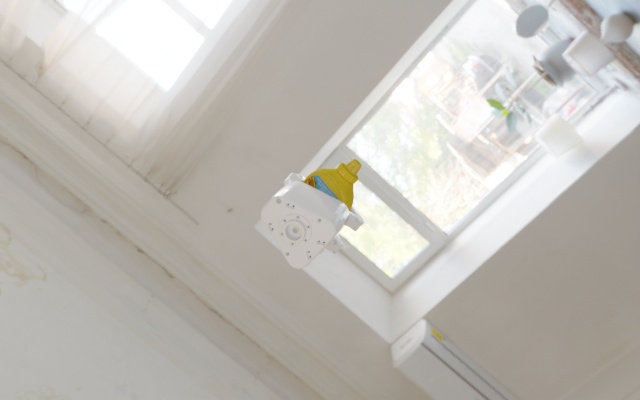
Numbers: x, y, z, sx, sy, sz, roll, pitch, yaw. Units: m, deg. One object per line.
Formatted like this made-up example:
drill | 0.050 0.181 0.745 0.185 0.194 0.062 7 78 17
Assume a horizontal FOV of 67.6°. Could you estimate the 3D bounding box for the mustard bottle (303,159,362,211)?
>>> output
mustard bottle | 0.000 0.003 0.823 0.192 0.096 0.058 -47 -25 17
